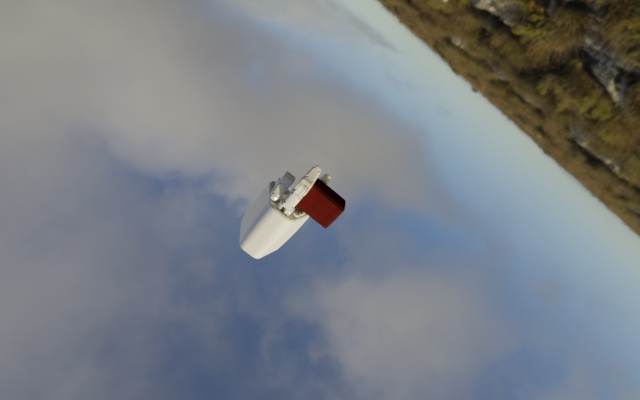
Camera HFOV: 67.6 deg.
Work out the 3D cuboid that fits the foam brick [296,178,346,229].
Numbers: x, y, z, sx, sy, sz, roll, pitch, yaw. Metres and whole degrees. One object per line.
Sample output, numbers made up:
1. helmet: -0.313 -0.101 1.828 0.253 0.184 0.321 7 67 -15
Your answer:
1. foam brick: 0.000 0.003 0.867 0.078 0.051 0.053 39 19 -6
